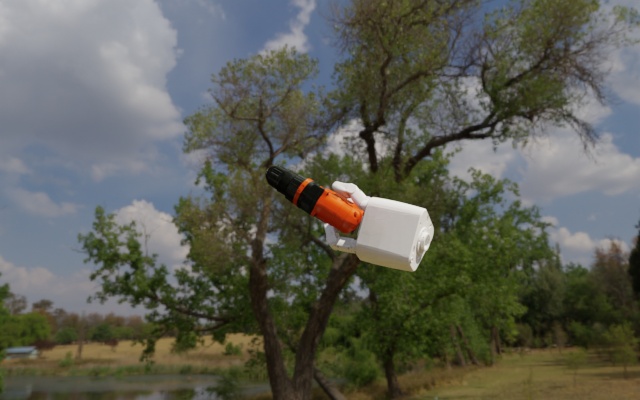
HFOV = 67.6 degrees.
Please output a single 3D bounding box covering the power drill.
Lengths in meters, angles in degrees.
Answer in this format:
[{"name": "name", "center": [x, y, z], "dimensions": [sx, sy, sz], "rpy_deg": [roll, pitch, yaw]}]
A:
[{"name": "power drill", "center": [0.001, 0.003, 0.877], "dimensions": [0.184, 0.057, 0.187], "rpy_deg": [34, 4, 16]}]
